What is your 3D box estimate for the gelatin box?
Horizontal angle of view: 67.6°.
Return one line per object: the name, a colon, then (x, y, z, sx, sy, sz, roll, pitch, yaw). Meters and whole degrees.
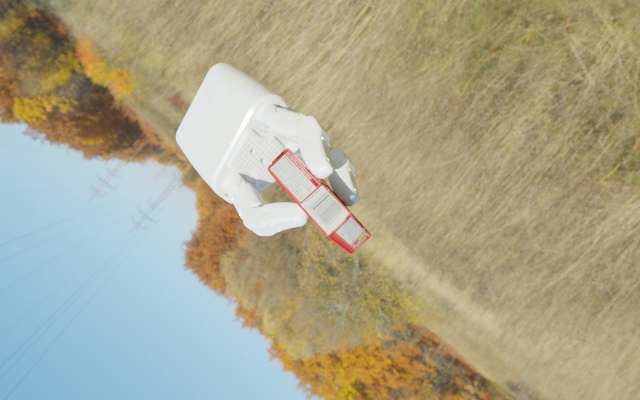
gelatin box: (0.000, 0.002, 0.426, 0.089, 0.030, 0.073, 47, 1, 26)
